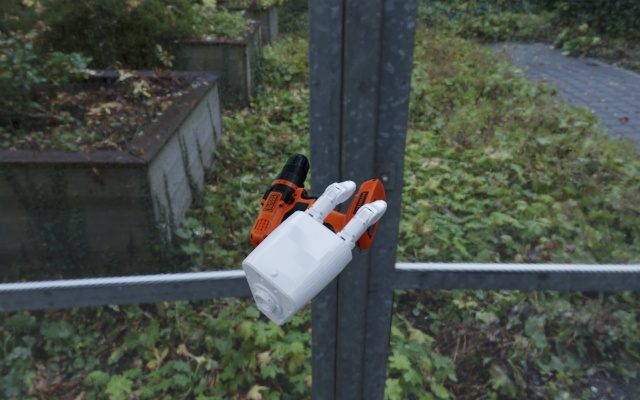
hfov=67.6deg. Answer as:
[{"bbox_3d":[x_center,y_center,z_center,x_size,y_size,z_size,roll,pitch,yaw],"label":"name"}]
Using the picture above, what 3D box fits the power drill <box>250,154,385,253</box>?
[{"bbox_3d":[0.000,0.003,0.736,0.187,0.184,0.057,3,-35,27],"label":"power drill"}]
